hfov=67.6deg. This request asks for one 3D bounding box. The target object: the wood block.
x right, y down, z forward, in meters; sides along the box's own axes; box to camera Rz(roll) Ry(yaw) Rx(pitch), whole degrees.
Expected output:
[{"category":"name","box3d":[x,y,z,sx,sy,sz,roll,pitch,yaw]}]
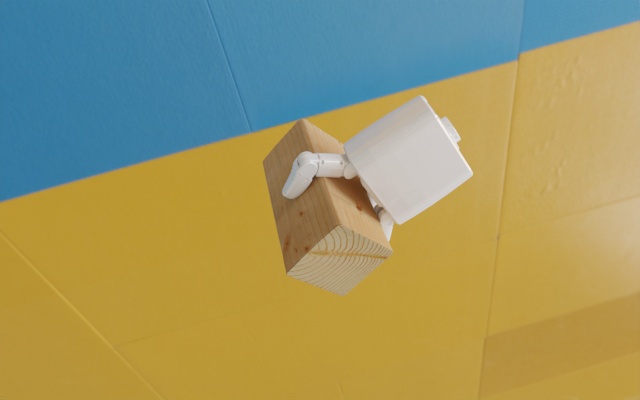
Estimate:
[{"category":"wood block","box3d":[0.000,0.002,0.598,0.091,0.090,0.206,28,28,-34]}]
